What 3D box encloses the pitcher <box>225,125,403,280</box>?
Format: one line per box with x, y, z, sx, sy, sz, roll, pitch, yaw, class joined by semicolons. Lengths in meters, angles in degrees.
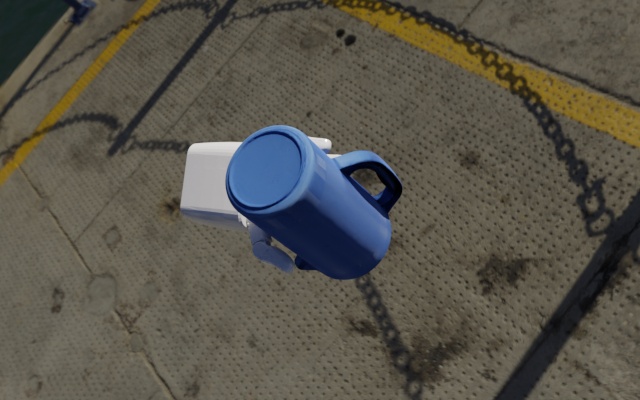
0.000;0.002;0.592;0.145;0.149;0.243;7;-18;27;pitcher
